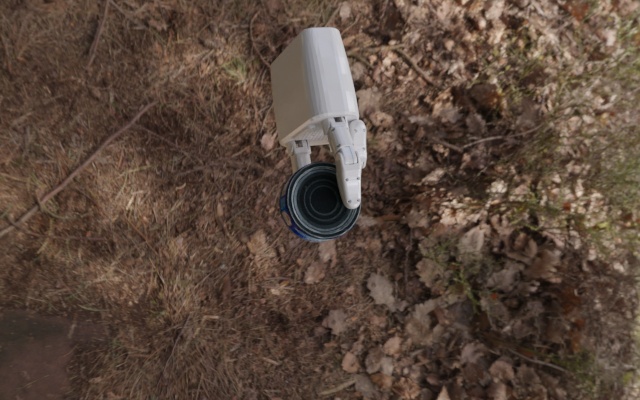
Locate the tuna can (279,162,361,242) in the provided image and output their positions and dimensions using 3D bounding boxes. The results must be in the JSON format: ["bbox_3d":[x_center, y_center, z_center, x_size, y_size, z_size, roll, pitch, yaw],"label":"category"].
[{"bbox_3d":[0.000,0.002,0.519,0.086,0.086,0.034,0,-9,-18],"label":"tuna can"}]
